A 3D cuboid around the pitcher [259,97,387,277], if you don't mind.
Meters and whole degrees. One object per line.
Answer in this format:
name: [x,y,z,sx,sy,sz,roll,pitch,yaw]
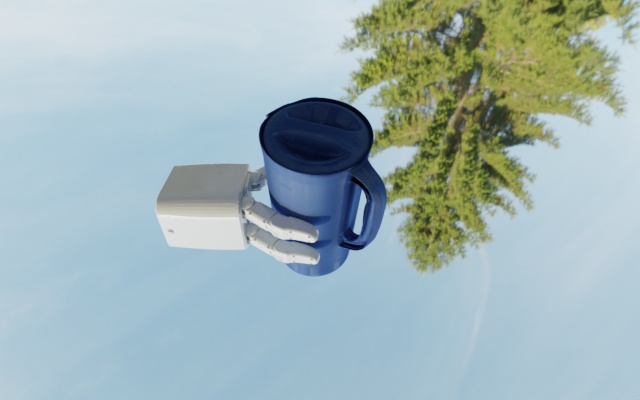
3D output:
pitcher: [0.000,0.002,0.631,0.145,0.149,0.243,0,-40,-1]
